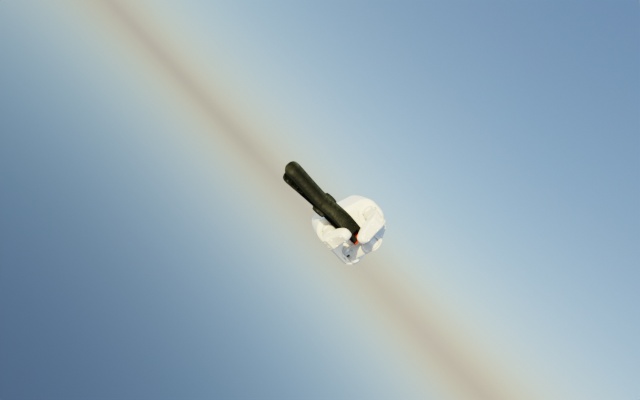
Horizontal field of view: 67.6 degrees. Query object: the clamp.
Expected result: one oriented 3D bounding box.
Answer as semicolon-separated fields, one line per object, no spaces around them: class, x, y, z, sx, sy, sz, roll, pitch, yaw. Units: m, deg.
clamp;0.001;0.002;0.773;0.039;0.171;0.120;-43;10;-1
